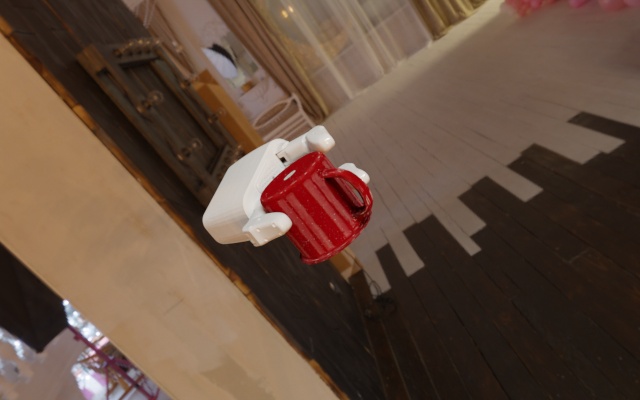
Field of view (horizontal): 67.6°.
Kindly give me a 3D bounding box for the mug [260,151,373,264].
[{"bbox_3d":[0.001,0.001,0.480,0.117,0.081,0.093,-19,26,46],"label":"mug"}]
